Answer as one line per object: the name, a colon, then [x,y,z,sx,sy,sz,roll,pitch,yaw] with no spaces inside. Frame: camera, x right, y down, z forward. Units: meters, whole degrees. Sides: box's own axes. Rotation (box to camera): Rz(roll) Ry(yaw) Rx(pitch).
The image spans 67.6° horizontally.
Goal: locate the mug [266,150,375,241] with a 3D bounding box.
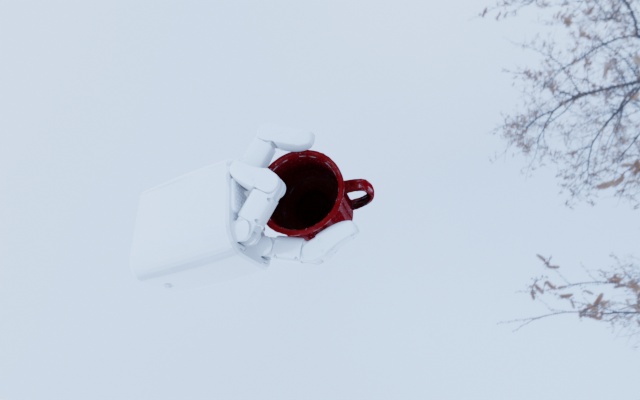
mug: [0.001,0.001,0.510,0.117,0.093,0.081,-15,-24,10]
